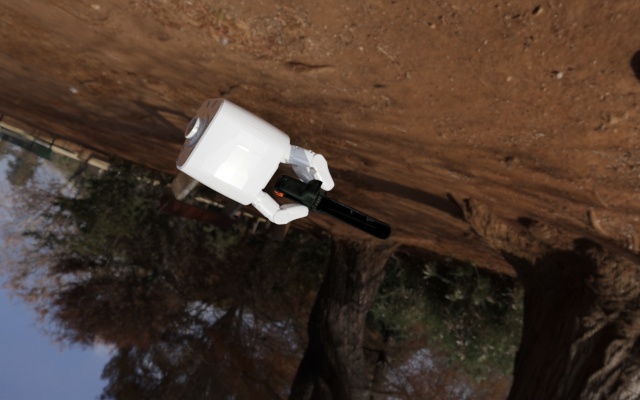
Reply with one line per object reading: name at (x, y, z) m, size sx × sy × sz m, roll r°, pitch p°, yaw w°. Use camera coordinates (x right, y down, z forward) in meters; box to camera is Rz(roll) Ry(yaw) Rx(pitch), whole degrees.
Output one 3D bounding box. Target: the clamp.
clamp at (-0.001, 0.003, 0.720) m, size 0.164 × 0.036 × 0.210 m, roll 32°, pitch -8°, yaw -31°
